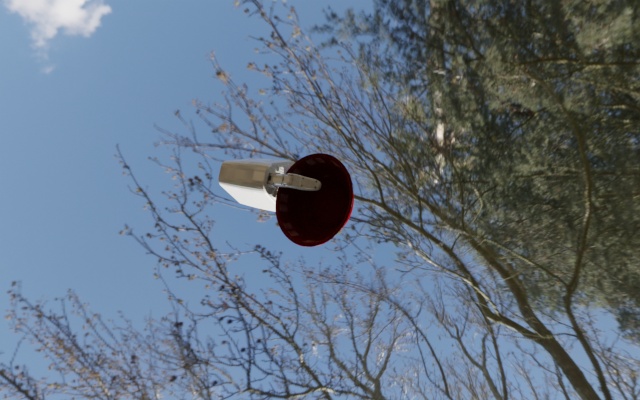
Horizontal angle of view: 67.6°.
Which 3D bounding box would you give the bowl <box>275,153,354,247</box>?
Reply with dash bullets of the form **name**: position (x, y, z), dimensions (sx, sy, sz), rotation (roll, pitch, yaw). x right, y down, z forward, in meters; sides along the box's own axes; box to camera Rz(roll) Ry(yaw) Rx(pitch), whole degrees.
- **bowl**: position (0.001, 0.003, 0.825), dimensions (0.162, 0.162, 0.055), rotation (0, -11, 36)
